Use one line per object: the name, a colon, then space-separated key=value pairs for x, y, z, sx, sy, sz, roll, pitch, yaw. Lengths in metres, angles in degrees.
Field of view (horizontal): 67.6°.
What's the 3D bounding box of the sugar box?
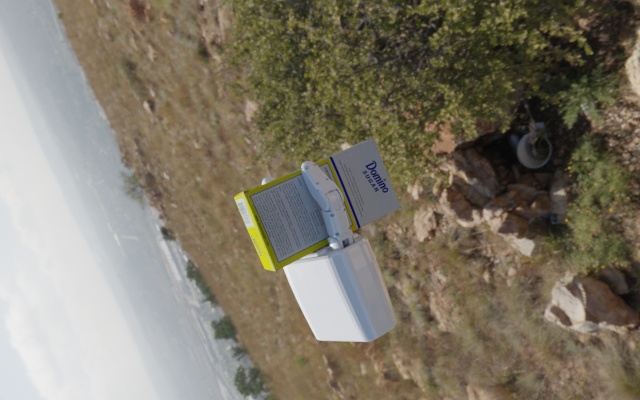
sugar box: x=0.000 y=0.002 z=0.556 sx=0.176 sy=0.093 sz=0.048 roll=-24 pitch=6 yaw=-26
